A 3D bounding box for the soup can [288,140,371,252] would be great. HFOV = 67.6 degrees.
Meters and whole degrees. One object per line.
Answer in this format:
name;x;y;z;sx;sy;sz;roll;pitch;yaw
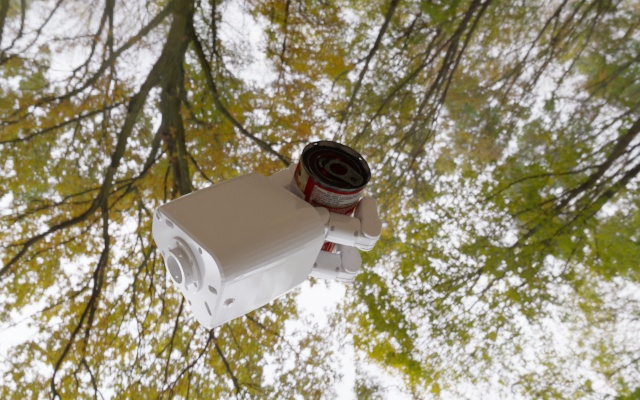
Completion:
soup can;0.000;0.002;0.470;0.068;0.068;0.102;0;-44;-24
